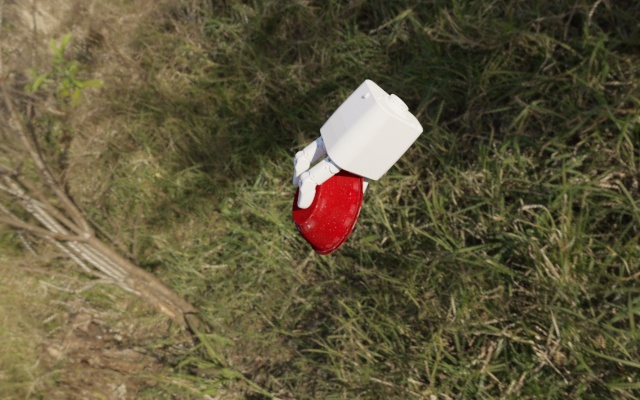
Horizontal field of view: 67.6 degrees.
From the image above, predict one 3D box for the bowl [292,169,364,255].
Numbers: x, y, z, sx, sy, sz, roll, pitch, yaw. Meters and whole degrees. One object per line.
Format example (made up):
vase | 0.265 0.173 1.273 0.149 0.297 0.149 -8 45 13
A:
bowl | -0.001 0.004 0.765 0.055 0.162 0.162 18 -9 -27
